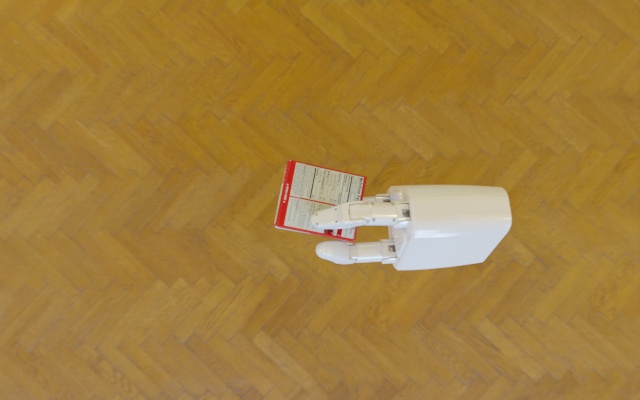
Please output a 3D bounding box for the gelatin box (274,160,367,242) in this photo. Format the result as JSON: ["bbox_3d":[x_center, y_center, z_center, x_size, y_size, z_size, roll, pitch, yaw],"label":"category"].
[{"bbox_3d":[0.000,0.002,0.517,0.089,0.073,0.030,12,-6,-10],"label":"gelatin box"}]
